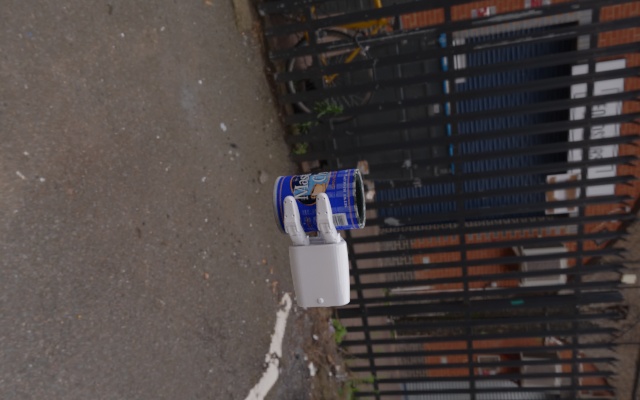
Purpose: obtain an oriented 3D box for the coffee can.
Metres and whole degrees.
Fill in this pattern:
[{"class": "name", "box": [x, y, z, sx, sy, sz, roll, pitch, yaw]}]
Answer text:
[{"class": "coffee can", "box": [0.000, 0.003, 0.825, 0.140, 0.103, 0.103, -5, -1, 13]}]
